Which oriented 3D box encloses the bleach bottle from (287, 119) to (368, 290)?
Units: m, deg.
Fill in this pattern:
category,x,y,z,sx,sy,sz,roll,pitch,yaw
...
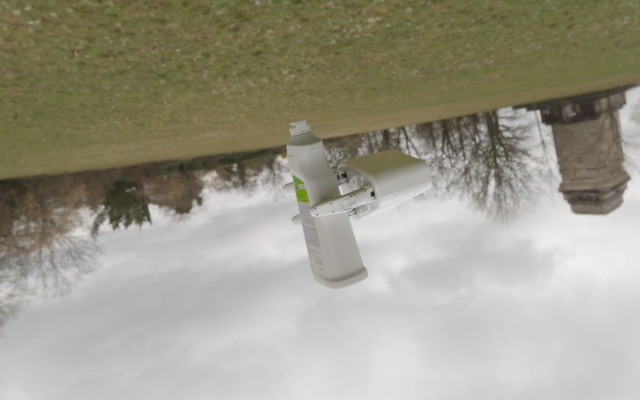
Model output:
category,x,y,z,sx,sy,sz,roll,pitch,yaw
bleach bottle,0.000,0.002,0.724,0.068,0.251,0.102,-18,10,-24
